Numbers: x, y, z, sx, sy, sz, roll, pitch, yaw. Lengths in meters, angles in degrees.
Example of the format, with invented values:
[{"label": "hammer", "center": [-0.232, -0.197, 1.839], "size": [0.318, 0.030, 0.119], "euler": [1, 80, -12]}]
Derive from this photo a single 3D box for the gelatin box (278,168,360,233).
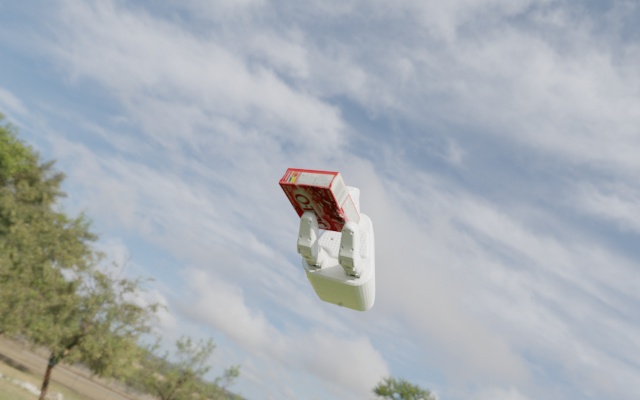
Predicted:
[{"label": "gelatin box", "center": [0.000, 0.001, 0.582], "size": [0.073, 0.030, 0.089], "euler": [8, -37, 31]}]
